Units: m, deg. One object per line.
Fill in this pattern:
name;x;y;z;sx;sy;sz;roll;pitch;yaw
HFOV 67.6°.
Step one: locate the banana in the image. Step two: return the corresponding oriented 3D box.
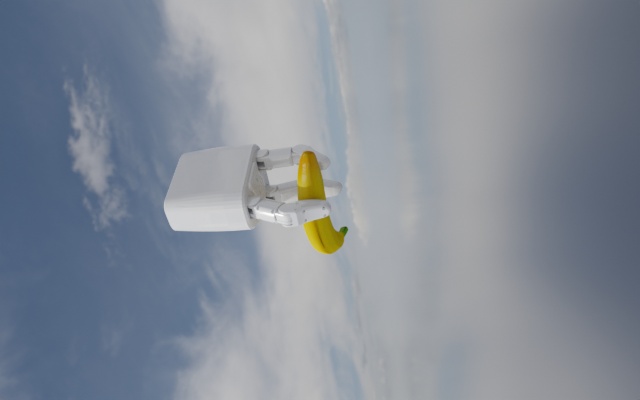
banana;-0.001;0.020;0.616;0.037;0.069;0.198;-2;-32;14
